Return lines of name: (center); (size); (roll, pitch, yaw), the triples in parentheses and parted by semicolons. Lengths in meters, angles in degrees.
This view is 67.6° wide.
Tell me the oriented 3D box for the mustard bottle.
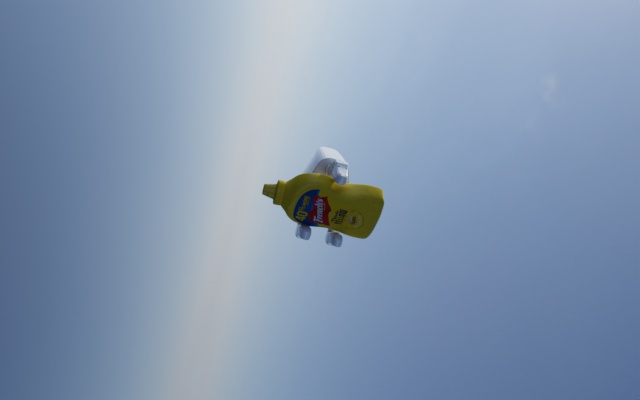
mustard bottle: (0.000, 0.003, 0.779); (0.191, 0.096, 0.058); (13, 42, -10)
